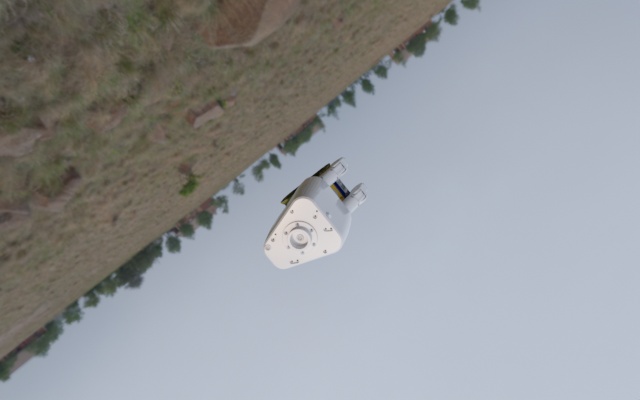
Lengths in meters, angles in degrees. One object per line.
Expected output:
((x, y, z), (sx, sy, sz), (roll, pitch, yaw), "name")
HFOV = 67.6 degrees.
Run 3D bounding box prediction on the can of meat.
((0.000, 0.003, 0.793), (0.102, 0.084, 0.057), (-37, 8, 13), "can of meat")
